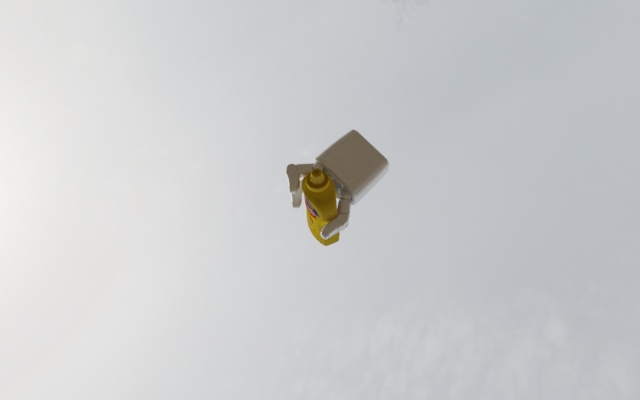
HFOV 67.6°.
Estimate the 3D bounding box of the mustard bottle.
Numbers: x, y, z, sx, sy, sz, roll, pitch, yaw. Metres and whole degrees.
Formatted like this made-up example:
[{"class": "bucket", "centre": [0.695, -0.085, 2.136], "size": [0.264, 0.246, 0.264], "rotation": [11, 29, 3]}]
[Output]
[{"class": "mustard bottle", "centre": [0.000, 0.003, 0.897], "size": [0.058, 0.096, 0.192], "rotation": [-20, -32, -9]}]
